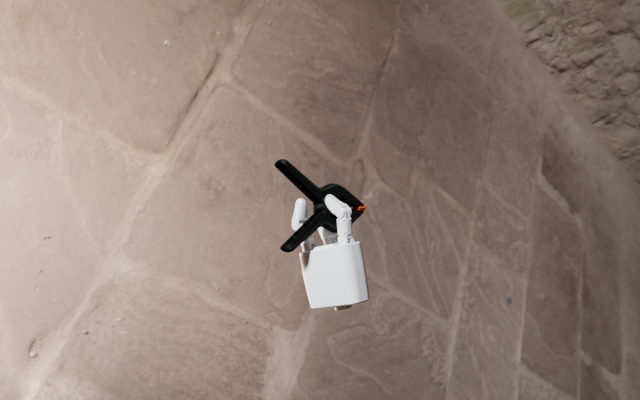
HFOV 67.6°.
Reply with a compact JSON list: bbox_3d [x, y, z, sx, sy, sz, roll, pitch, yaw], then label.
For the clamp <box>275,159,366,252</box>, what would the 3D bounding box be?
[{"bbox_3d":[0.001,0.003,0.890,0.210,0.164,0.036,-5,-6,-42],"label":"clamp"}]
